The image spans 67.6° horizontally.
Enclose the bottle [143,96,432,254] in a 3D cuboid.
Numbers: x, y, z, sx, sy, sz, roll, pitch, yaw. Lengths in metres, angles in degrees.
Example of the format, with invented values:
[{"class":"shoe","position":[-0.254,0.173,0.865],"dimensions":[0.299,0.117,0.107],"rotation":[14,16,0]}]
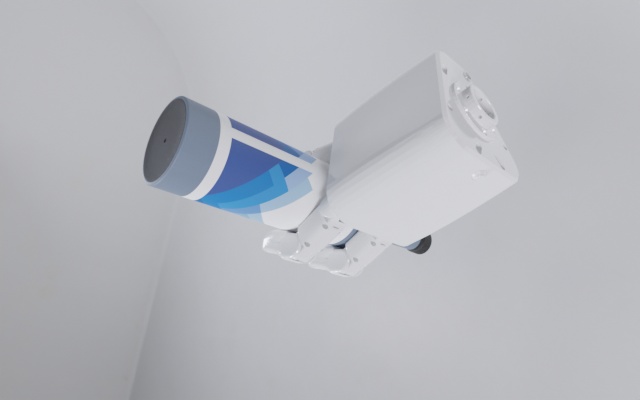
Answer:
[{"class":"bottle","position":[0.000,0.001,0.419],"dimensions":[0.296,0.069,0.069],"rotation":[22,-14,-38]}]
